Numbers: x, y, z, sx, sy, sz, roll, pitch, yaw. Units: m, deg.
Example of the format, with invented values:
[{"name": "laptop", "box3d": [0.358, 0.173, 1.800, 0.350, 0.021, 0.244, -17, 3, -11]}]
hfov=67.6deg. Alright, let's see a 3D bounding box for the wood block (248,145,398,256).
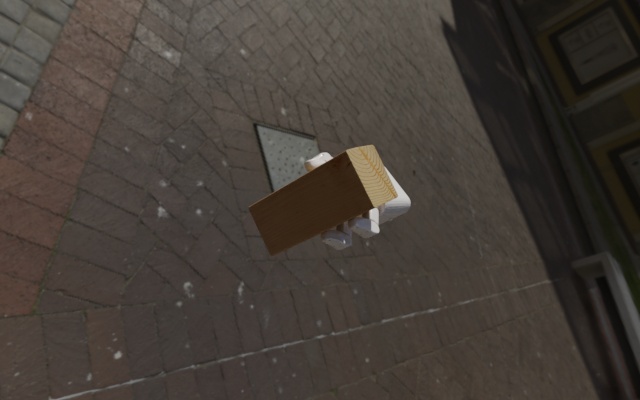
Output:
[{"name": "wood block", "box3d": [0.000, 0.002, 0.741, 0.206, 0.091, 0.090, -28, -4, 33]}]
